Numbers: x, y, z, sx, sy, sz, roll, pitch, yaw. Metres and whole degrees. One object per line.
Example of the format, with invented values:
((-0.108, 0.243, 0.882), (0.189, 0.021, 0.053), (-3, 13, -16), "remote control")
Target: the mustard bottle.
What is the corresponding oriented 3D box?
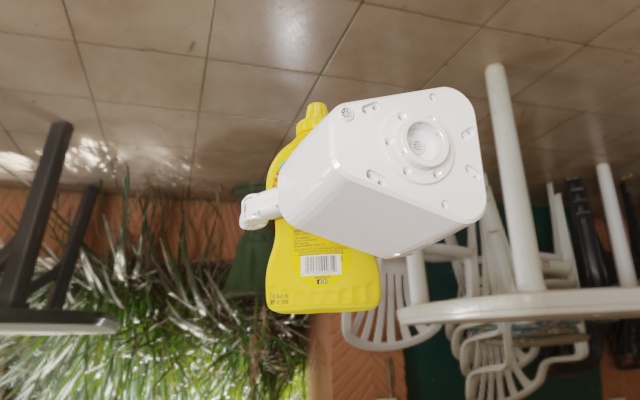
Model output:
((0.000, 0.002, 0.427), (0.096, 0.191, 0.058), (-4, -16, 5), "mustard bottle")
